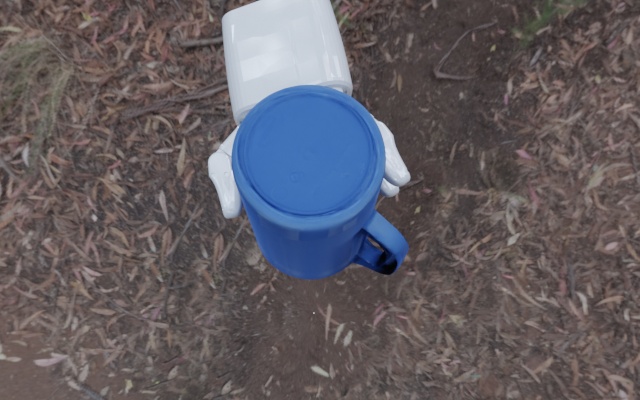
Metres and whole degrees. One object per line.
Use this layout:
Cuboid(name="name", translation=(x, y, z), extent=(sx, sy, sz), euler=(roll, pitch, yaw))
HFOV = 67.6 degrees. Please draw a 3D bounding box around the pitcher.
Cuboid(name="pitcher", translation=(0.000, 0.001, 0.437), extent=(0.149, 0.145, 0.243), euler=(-10, -13, -3))
